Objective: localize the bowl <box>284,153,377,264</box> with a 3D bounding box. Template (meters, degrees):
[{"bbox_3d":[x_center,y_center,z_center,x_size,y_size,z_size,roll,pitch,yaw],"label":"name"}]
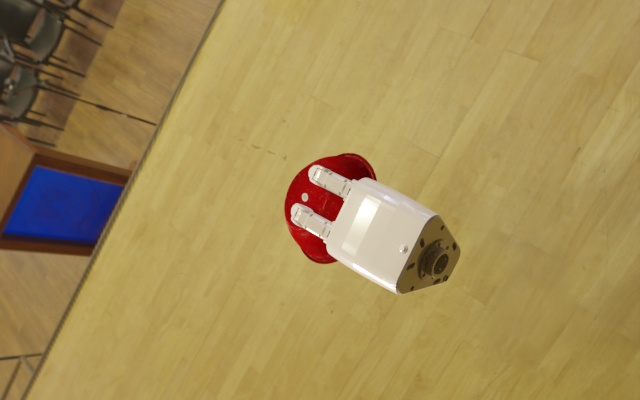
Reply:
[{"bbox_3d":[-0.001,0.002,0.650,0.055,0.162,0.162,22,-14,-38],"label":"bowl"}]
